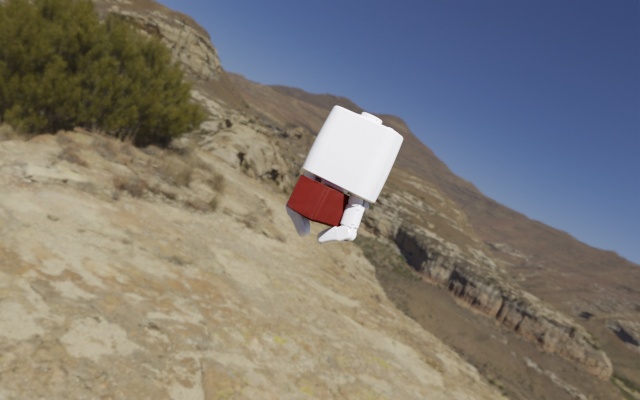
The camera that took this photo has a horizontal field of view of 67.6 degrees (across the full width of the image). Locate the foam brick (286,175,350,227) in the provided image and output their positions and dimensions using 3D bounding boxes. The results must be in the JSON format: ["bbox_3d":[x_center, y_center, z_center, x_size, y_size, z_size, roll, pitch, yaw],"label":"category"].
[{"bbox_3d":[0.000,0.002,0.683,0.053,0.051,0.078,29,5,33],"label":"foam brick"}]
